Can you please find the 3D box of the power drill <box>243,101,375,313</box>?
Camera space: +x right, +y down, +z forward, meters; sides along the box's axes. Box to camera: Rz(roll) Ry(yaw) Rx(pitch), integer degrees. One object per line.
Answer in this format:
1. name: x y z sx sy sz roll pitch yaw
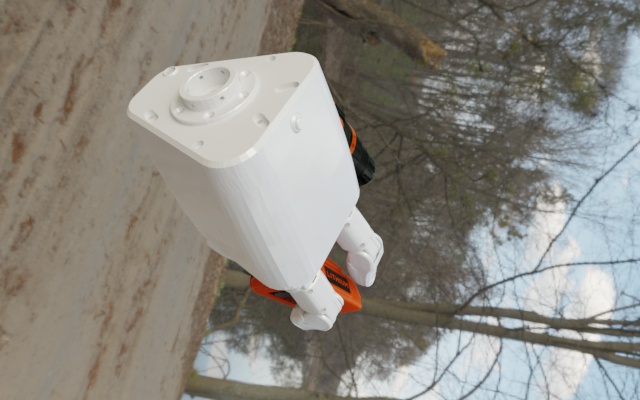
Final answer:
1. power drill: 0.000 0.002 0.427 0.057 0.187 0.184 -14 -29 29
